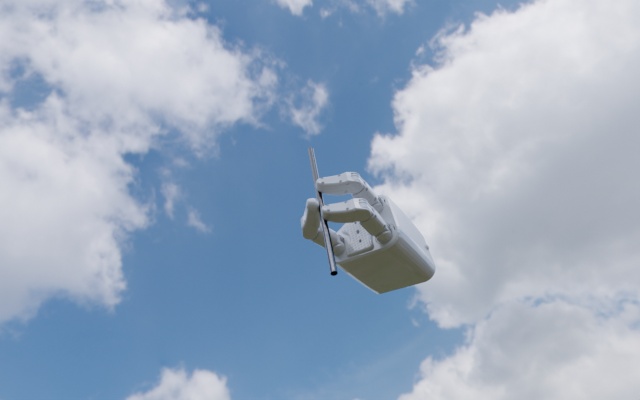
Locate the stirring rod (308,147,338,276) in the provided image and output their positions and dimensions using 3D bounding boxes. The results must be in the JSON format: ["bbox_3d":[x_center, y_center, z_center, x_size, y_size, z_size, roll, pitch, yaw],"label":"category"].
[{"bbox_3d":[0.000,0.002,0.608,0.011,0.011,0.239,0,40,-9],"label":"stirring rod"}]
